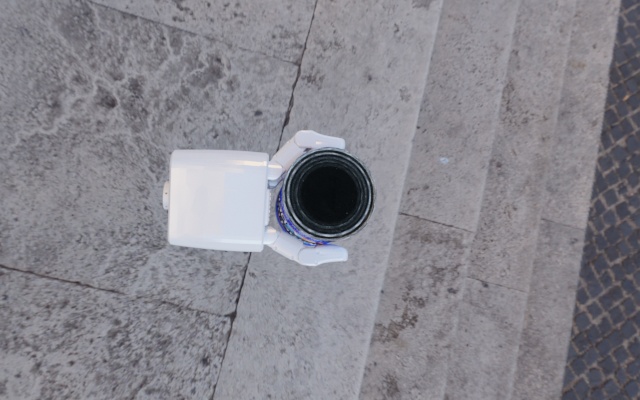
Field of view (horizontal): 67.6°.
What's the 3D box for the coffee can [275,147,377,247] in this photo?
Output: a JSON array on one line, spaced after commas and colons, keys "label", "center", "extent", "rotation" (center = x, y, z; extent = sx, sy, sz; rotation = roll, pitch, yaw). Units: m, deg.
[{"label": "coffee can", "center": [0.000, 0.002, 0.574], "extent": [0.103, 0.103, 0.140], "rotation": [0, -8, -8]}]
